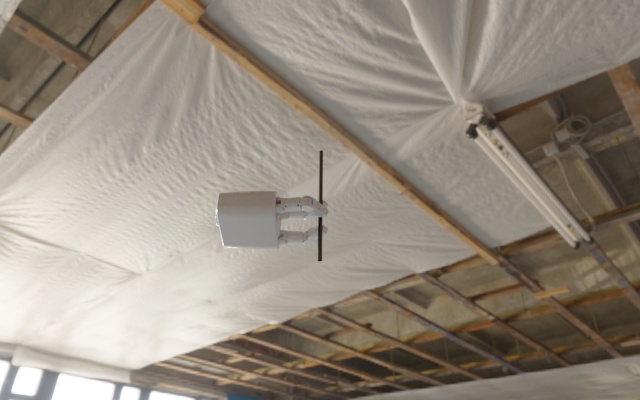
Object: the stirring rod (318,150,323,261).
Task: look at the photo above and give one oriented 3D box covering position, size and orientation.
[{"bbox_3d":[0.000,0.003,0.892,0.011,0.239,0.011,1,-33,0],"label":"stirring rod"}]
